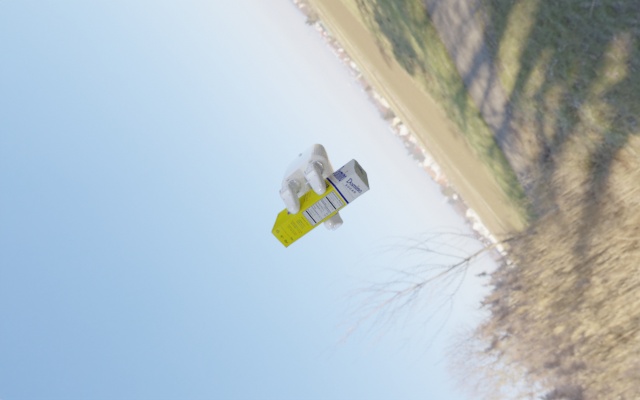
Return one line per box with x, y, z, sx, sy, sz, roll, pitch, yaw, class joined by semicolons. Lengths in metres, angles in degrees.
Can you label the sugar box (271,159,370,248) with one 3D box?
0.000;0.002;0.813;0.176;0.048;0.093;-38;14;14;sugar box
